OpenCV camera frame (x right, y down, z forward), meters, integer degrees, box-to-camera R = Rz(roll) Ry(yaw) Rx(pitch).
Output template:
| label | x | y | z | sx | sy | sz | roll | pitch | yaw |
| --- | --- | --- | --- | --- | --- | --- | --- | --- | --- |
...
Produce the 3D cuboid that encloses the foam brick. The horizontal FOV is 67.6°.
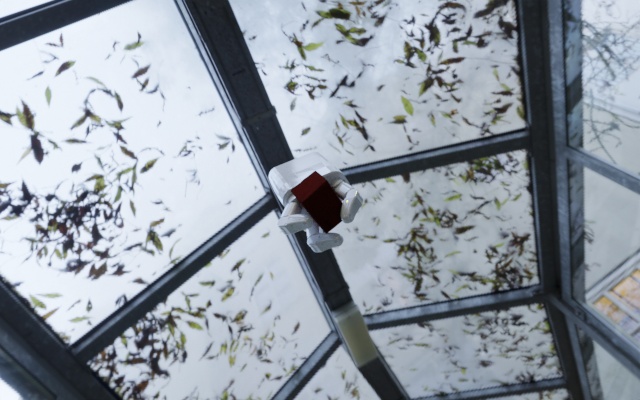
| label | x | y | z | sx | sy | sz | roll | pitch | yaw |
| --- | --- | --- | --- | --- | --- | --- | --- | --- | --- |
| foam brick | 0.000 | 0.002 | 0.749 | 0.053 | 0.078 | 0.051 | -39 | 34 | -3 |
